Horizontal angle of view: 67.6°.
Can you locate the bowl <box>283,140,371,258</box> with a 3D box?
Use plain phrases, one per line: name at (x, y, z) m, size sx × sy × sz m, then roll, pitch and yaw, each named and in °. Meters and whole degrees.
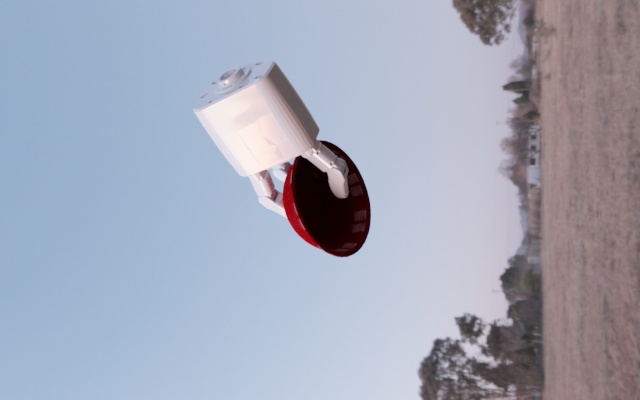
bowl at (0.000, 0.003, 0.655) m, size 0.055 × 0.162 × 0.162 m, roll -19°, pitch -12°, yaw 39°
